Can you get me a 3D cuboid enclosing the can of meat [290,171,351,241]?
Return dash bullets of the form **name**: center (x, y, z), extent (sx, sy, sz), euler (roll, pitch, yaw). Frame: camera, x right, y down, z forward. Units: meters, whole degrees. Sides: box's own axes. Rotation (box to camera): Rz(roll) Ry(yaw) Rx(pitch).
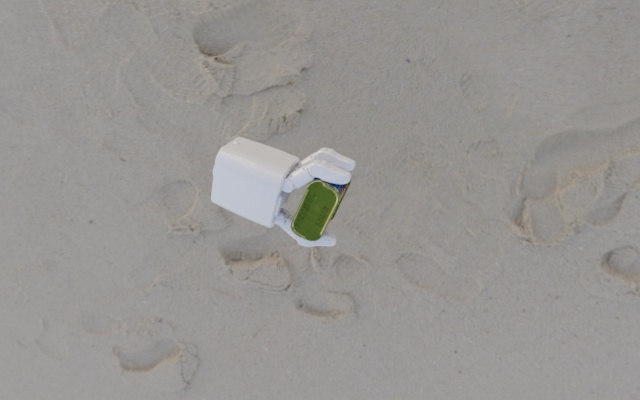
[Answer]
- **can of meat**: center (0.000, 0.003, 0.726), extent (0.057, 0.102, 0.084), euler (26, 25, 3)
